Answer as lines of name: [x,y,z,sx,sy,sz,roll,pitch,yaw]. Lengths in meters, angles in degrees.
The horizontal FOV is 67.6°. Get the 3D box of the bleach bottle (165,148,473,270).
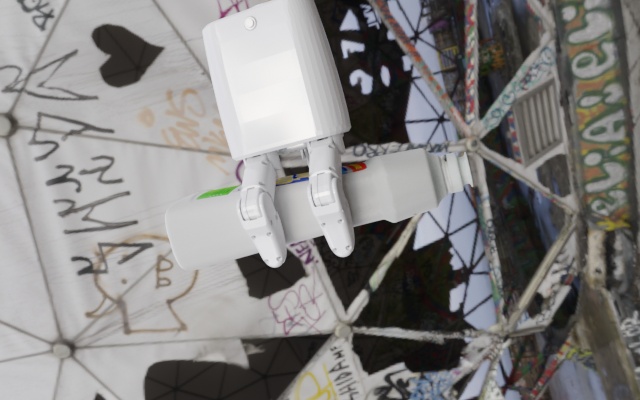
bleach bottle: [0.000,0.001,0.412,0.251,0.068,0.102,-13,6,15]
